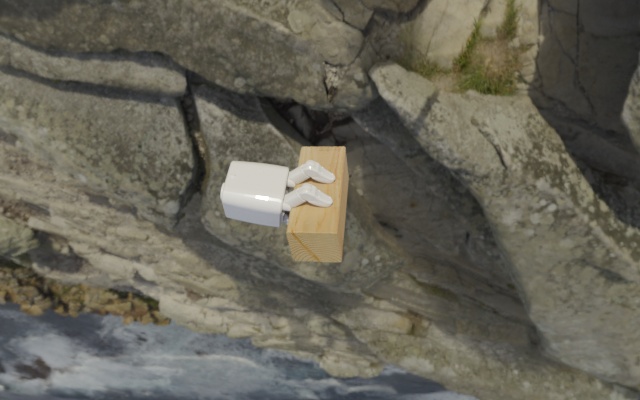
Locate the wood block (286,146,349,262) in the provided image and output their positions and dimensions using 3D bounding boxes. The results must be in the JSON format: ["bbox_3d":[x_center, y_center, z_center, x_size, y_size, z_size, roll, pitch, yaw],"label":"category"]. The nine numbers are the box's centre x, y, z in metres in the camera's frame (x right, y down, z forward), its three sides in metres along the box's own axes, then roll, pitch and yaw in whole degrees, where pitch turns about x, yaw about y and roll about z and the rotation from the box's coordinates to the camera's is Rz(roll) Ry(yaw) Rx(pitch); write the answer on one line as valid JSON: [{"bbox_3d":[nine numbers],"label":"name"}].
[{"bbox_3d":[0.000,0.003,0.887,0.090,0.206,0.091,1,-39,8],"label":"wood block"}]
